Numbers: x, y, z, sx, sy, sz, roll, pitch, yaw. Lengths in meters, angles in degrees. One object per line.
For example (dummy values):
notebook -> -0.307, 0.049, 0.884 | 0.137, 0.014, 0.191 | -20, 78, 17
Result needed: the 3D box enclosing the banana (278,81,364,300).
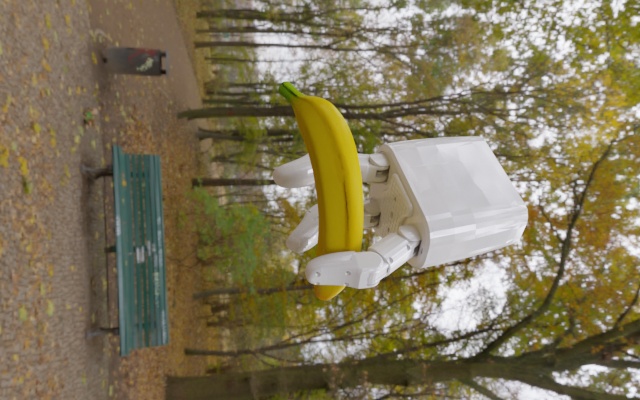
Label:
banana -> 0.008, 0.002, 0.391 | 0.037, 0.198, 0.069 | -16, 19, -24
